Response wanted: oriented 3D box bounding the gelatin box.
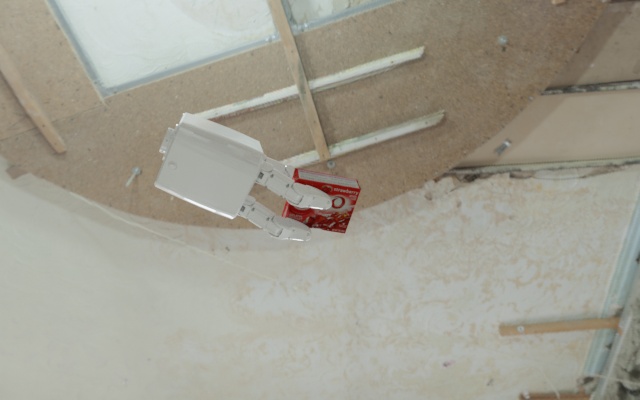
[{"bbox_3d":[0.000,0.002,0.632,0.089,0.073,0.030,9,31,-14],"label":"gelatin box"}]
